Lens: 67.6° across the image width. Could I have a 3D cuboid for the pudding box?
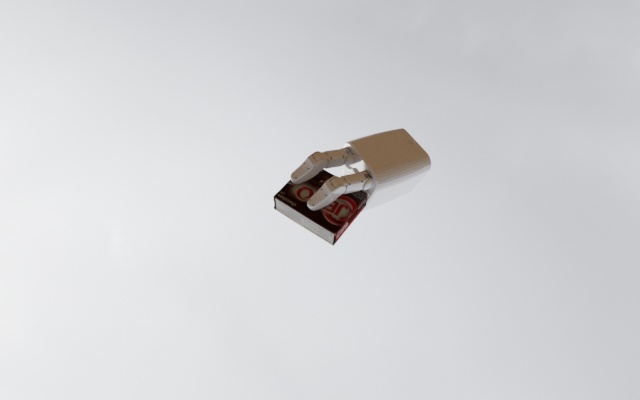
[{"bbox_3d":[0.000,0.002,0.714,0.113,0.039,0.090,29,55,19],"label":"pudding box"}]
